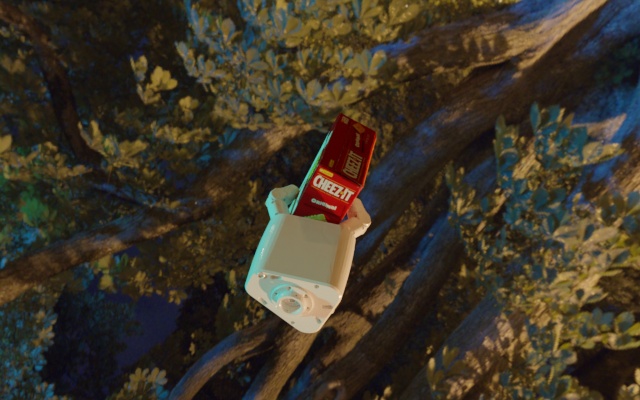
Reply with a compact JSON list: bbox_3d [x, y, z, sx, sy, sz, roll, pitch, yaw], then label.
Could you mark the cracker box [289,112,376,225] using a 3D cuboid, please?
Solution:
[{"bbox_3d":[0.000,0.002,0.705,0.072,0.214,0.164,26,35,-5],"label":"cracker box"}]
